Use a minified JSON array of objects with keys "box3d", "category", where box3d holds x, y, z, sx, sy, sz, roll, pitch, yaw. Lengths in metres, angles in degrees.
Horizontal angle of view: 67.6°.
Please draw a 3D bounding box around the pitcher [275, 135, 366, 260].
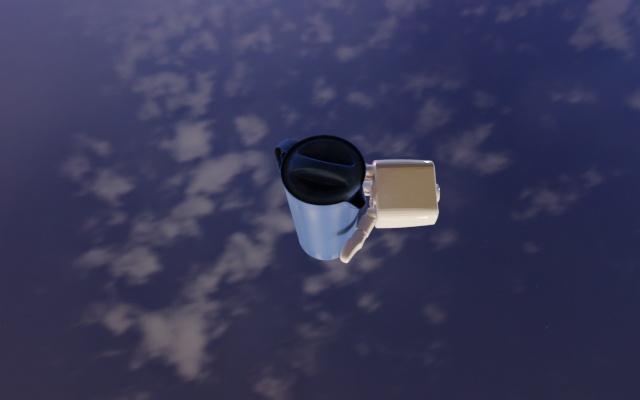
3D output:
[{"box3d":[0.000,0.003,0.836,0.145,0.149,0.243,-3,-31,0],"category":"pitcher"}]
